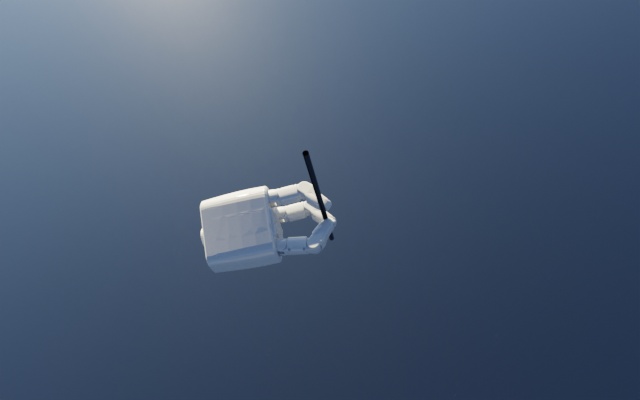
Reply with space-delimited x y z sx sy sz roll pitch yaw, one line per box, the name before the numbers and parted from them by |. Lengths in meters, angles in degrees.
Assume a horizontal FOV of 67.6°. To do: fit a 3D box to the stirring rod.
stirring rod | 0.000 0.002 0.681 0.011 0.011 0.240 0 -30 10
